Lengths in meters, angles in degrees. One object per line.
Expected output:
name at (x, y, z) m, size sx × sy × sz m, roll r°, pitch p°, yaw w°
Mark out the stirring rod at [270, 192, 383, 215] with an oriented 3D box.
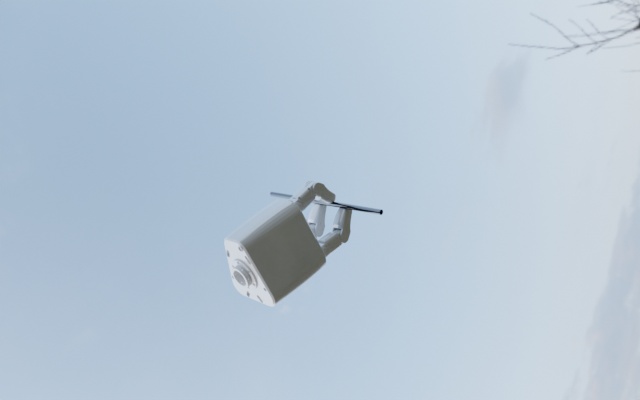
stirring rod at (0.000, 0.003, 0.758) m, size 0.239 × 0.011 × 0.011 m, roll 9°, pitch 6°, yaw 44°
